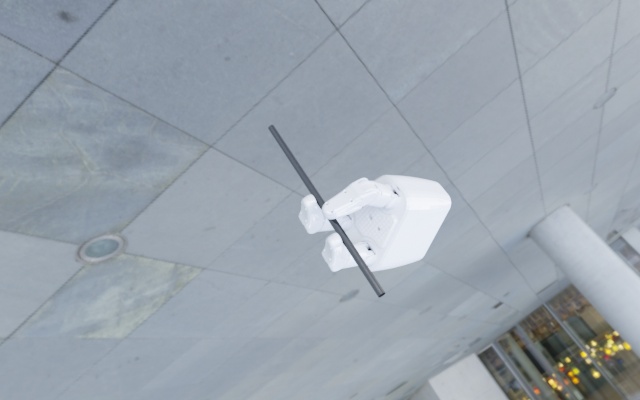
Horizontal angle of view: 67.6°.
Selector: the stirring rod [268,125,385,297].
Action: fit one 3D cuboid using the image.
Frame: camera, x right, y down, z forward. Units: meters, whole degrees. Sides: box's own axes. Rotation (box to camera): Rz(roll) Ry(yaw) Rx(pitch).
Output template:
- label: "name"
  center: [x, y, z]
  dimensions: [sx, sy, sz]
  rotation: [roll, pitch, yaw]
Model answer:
- label: "stirring rod"
  center: [0.000, 0.002, 0.512]
  dimensions: [0.011, 0.239, 0.011]
  rotation: [-25, -29, -15]
